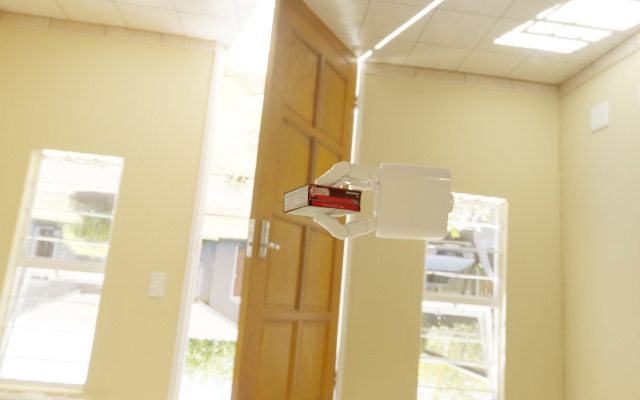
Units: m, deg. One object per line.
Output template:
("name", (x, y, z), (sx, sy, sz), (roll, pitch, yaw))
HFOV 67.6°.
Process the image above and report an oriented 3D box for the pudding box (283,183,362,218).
("pudding box", (0.000, 0.003, 0.757), (0.090, 0.039, 0.113), (8, -12, -23))
